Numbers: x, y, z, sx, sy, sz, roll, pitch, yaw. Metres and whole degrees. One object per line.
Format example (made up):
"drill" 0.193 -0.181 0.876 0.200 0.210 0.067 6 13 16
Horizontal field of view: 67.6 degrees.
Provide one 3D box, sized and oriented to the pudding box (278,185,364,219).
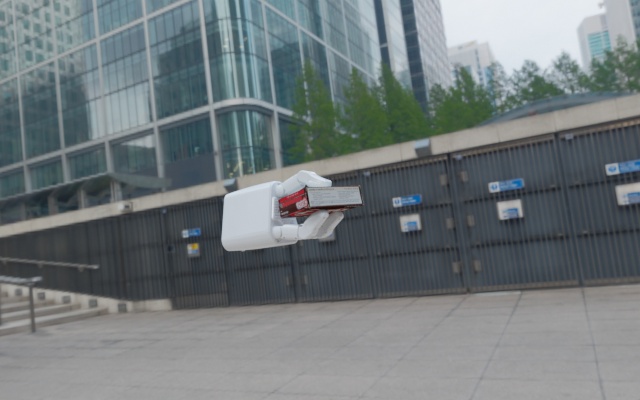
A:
"pudding box" 0.000 0.002 0.791 0.113 0.039 0.090 -6 -8 -35
